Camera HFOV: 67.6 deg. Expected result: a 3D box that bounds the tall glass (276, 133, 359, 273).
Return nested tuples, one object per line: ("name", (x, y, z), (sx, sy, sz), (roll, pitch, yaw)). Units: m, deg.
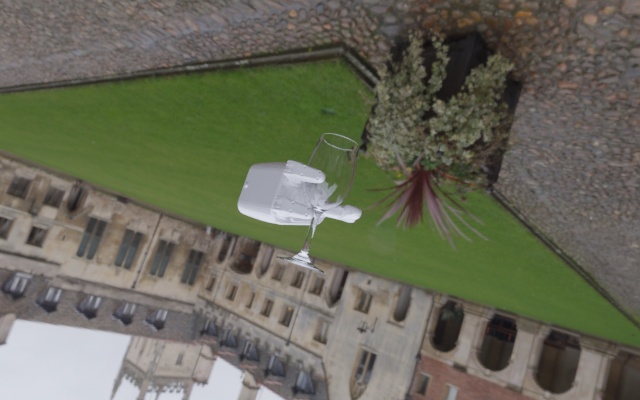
("tall glass", (0.000, 0.003, 0.720), (0.079, 0.201, 0.079), (18, -9, 3))
